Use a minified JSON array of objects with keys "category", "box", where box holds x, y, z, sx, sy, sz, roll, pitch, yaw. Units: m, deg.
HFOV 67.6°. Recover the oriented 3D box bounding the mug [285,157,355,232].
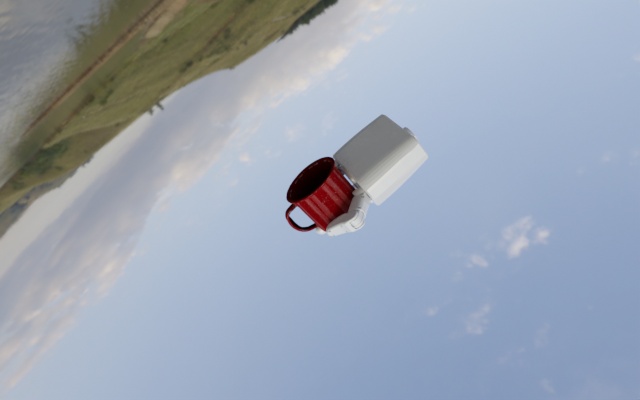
[{"category":"mug","box":[-0.001,0.004,0.726,0.081,0.117,0.093,46,4,-26]}]
